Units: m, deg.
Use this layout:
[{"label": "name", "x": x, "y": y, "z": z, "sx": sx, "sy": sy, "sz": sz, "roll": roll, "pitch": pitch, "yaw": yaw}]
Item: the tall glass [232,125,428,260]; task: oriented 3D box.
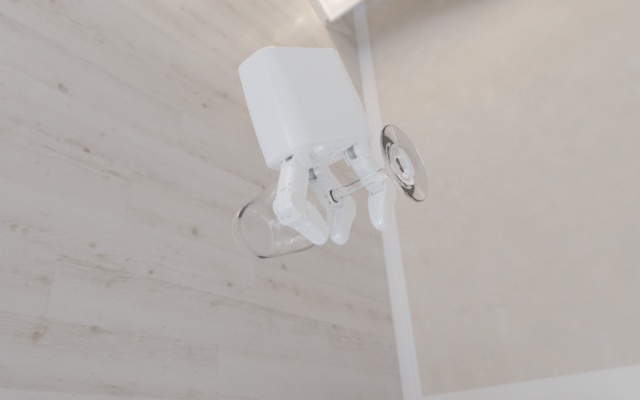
[{"label": "tall glass", "x": 0.001, "y": 0.001, "z": 0.474, "sx": 0.201, "sy": 0.079, "sz": 0.079, "roll": -25, "pitch": -15, "yaw": 34}]
